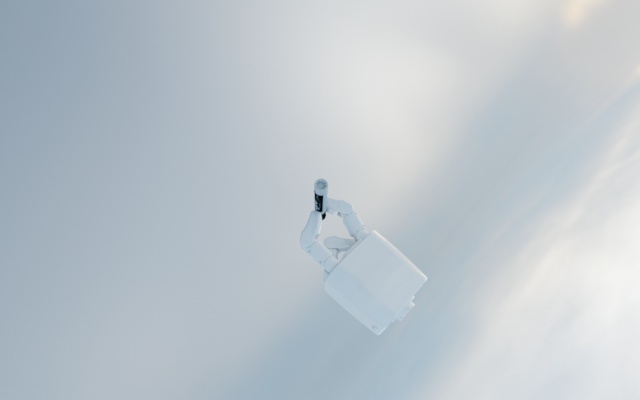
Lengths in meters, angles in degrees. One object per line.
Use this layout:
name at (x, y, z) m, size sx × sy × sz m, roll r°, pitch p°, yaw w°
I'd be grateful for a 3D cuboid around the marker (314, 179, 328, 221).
marker at (0.000, 0.002, 0.686) m, size 0.020 × 0.020 × 0.121 m, roll 0°, pitch -22°, yaw -1°
